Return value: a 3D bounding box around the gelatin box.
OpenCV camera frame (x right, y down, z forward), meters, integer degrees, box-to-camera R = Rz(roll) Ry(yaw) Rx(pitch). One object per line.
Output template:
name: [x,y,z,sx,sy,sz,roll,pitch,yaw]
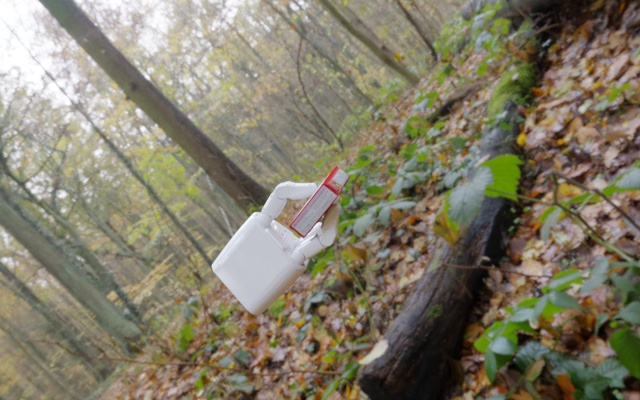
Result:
gelatin box: [0.000,0.002,0.669,0.030,0.089,0.073,37,27,-1]
